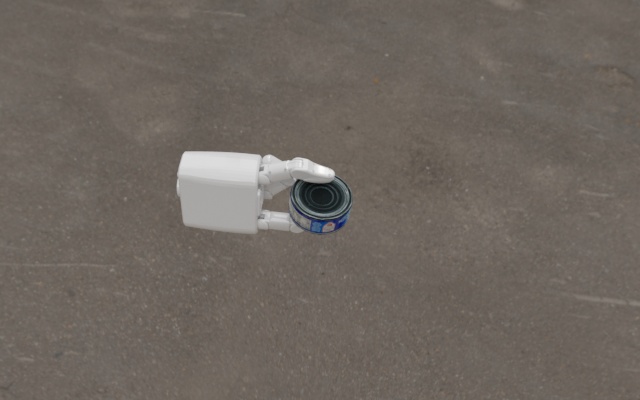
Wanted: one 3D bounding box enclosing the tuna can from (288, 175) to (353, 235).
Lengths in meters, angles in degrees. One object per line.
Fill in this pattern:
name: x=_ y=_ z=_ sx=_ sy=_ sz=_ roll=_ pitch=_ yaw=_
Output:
tuna can: x=0.000 y=0.002 z=0.647 sx=0.086 sy=0.086 sz=0.034 roll=0 pitch=-38 yaw=-9
